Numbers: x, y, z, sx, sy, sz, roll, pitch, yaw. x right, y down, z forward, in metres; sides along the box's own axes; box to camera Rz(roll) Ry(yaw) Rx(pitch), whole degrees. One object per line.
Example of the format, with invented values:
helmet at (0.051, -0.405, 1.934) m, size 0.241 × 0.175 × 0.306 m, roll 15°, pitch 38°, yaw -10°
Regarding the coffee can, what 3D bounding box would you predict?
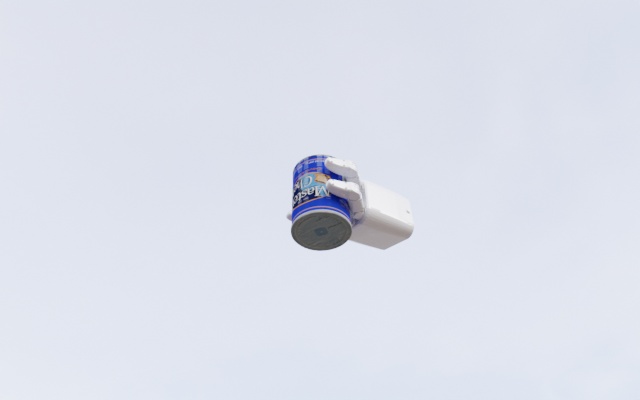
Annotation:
coffee can at (0.000, 0.003, 0.843) m, size 0.103 × 0.140 × 0.103 m, roll -1°, pitch -43°, yaw -1°
